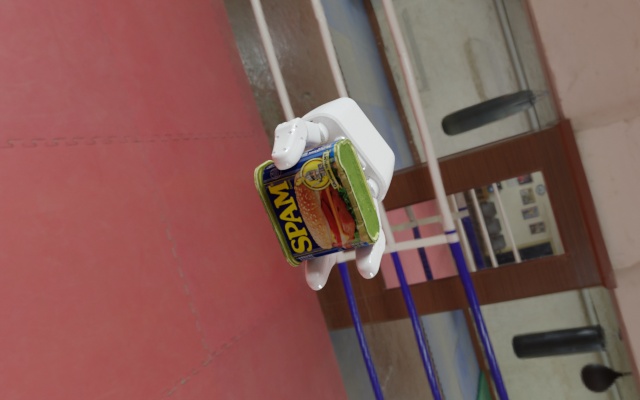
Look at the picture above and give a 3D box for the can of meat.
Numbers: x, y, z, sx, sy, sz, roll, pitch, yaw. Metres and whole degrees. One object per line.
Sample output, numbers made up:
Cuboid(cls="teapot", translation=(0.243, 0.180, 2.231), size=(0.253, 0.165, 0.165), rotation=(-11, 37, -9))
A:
Cuboid(cls="can of meat", translation=(0.000, 0.001, 0.440), size=(0.084, 0.102, 0.057), rotation=(-16, 13, 22))
